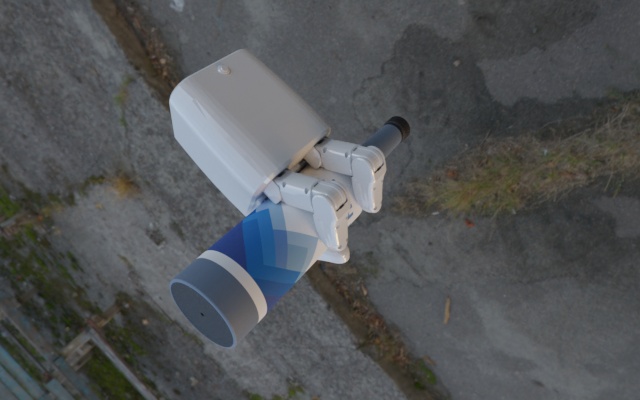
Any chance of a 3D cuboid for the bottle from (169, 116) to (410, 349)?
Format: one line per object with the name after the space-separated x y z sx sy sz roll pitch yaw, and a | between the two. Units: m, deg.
0.000 0.002 0.430 0.069 0.069 0.295 0 33 44 | bottle
